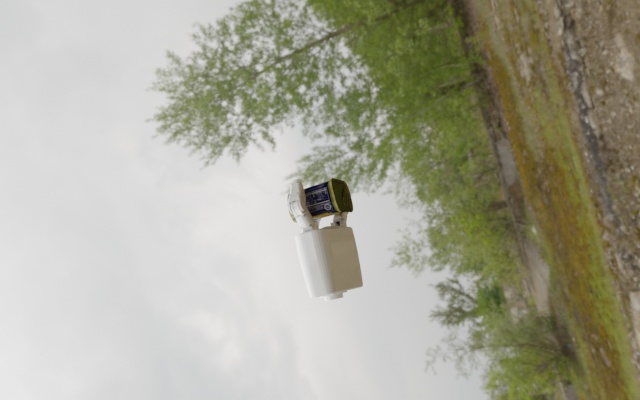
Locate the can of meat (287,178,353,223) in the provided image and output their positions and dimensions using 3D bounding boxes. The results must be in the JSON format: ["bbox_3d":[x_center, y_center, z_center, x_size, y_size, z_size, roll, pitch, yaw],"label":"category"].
[{"bbox_3d":[0.000,0.003,0.815,0.084,0.057,0.102,-16,-7,18],"label":"can of meat"}]
